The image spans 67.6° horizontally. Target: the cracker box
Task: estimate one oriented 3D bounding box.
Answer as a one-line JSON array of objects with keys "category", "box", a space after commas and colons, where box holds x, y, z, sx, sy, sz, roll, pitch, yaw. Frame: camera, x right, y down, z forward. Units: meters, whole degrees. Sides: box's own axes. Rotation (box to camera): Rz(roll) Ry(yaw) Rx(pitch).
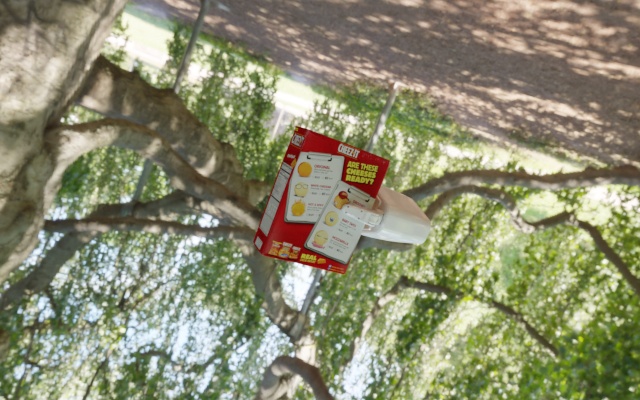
[{"category": "cracker box", "box": [0.000, 0.003, 0.806, 0.164, 0.214, 0.072, 17, 8, -27]}]
